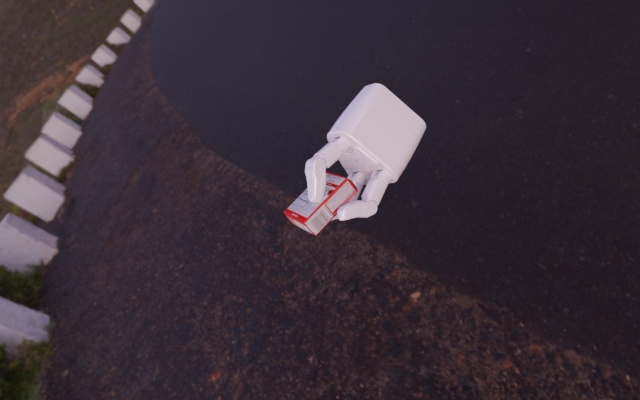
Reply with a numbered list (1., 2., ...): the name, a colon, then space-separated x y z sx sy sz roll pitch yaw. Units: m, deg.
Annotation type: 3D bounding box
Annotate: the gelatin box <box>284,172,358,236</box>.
1. gelatin box: 0.000 0.002 0.669 0.030 0.089 0.073 50 -14 -26
